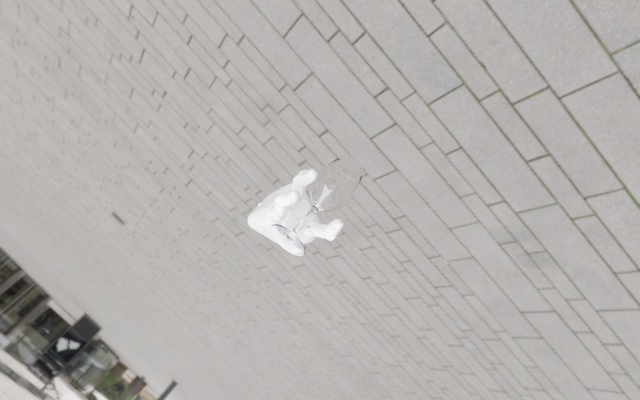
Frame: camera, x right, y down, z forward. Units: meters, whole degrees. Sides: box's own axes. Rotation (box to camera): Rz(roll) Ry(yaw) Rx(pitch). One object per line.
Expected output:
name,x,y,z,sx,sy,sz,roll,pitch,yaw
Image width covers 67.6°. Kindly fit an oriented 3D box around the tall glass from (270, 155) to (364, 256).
tall glass,0.000,0.003,0.859,0.079,0.079,0.201,0,41,49
